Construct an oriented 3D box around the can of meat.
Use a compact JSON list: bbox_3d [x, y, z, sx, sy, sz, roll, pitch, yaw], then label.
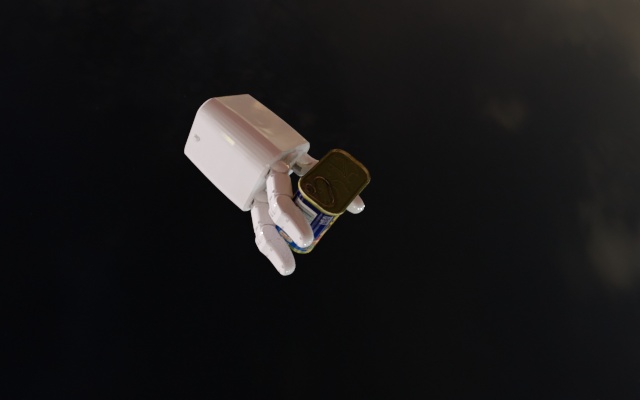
[{"bbox_3d":[0.000,0.002,0.546,0.102,0.057,0.084,-47,-5,-47],"label":"can of meat"}]
